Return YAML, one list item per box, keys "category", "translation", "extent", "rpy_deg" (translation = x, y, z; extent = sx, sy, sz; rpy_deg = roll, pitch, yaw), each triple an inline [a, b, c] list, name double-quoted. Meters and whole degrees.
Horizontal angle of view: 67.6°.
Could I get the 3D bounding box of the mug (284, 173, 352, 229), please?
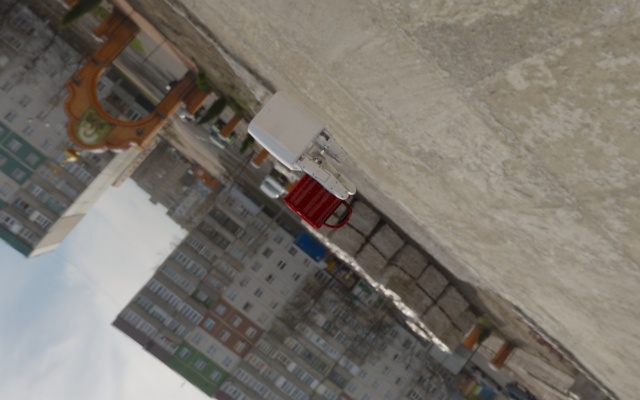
- category: "mug"
  translation: [0.001, 0.004, 0.825]
  extent: [0.117, 0.081, 0.093]
  rpy_deg: [40, -6, 13]
